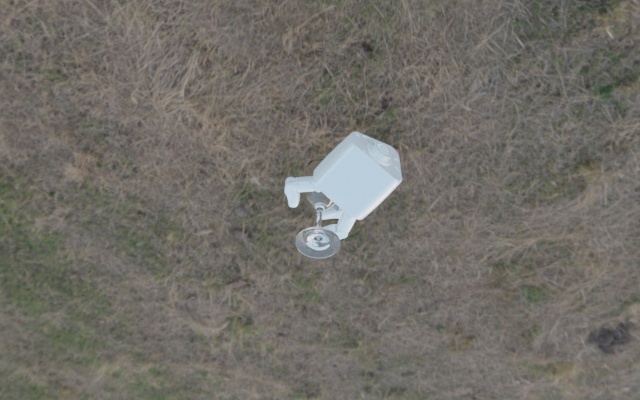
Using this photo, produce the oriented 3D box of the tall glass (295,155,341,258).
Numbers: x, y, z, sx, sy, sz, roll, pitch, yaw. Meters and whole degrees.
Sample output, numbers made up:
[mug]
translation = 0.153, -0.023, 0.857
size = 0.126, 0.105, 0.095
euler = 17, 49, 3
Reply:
[tall glass]
translation = 0.000, 0.003, 0.852
size = 0.079, 0.079, 0.200
euler = 0, 43, 3
